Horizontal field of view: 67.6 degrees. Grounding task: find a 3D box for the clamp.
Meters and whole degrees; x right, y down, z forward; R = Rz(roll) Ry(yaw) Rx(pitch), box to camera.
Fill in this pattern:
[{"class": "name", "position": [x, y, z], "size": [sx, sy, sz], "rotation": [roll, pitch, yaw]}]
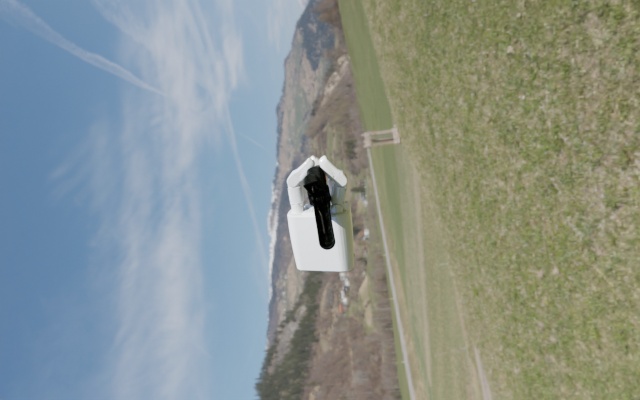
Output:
[{"class": "clamp", "position": [-0.001, 0.002, 0.764], "size": [0.039, 0.120, 0.171], "rotation": [-7, 14, 5]}]
